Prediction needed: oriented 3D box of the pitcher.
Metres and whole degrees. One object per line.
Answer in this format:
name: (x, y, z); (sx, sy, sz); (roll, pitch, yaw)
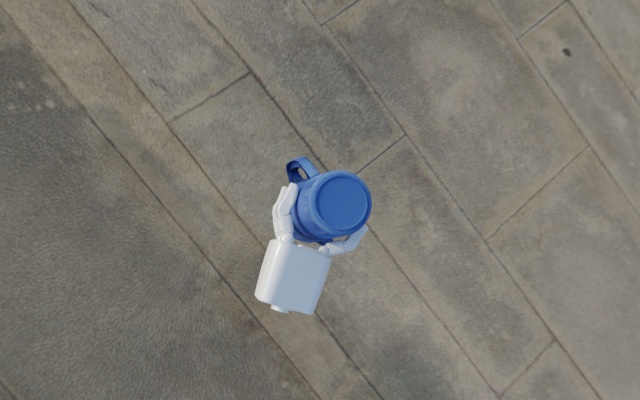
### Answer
pitcher: (0.000, 0.003, 0.876); (0.149, 0.145, 0.243); (21, -9, -11)
